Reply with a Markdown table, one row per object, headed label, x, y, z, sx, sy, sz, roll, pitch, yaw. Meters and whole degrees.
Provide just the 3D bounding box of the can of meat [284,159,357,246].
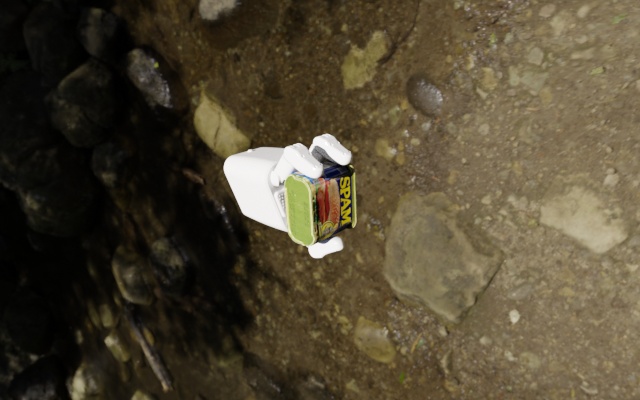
| label | x | y | z | sx | sy | sz | roll | pitch | yaw |
| --- | --- | --- | --- | --- | --- | --- | --- | --- | --- |
| can of meat | 0.000 | 0.002 | 0.641 | 0.057 | 0.102 | 0.084 | 17 | 29 | 42 |
